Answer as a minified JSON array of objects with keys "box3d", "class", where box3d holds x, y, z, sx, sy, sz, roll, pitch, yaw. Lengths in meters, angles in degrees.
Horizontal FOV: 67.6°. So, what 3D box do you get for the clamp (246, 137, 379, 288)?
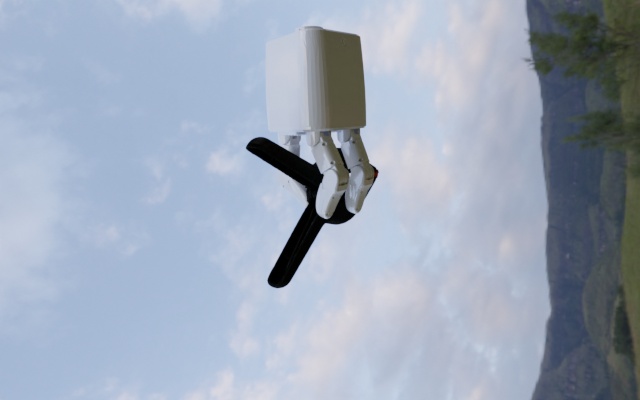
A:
[{"box3d":[0.000,0.001,0.564,0.036,0.164,0.210,8,15,39],"class":"clamp"}]
